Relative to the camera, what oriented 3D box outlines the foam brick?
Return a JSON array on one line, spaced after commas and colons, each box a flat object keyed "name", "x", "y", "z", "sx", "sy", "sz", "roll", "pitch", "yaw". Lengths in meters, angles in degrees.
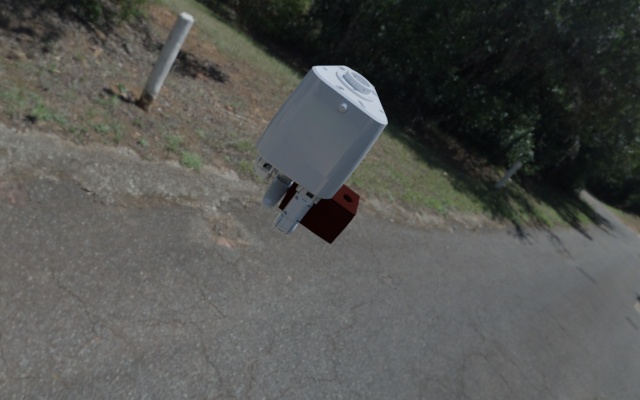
[{"name": "foam brick", "x": 0.000, "y": 0.002, "z": 0.560, "sx": 0.078, "sy": 0.051, "sz": 0.053, "roll": 35, "pitch": 27, "yaw": -7}]
